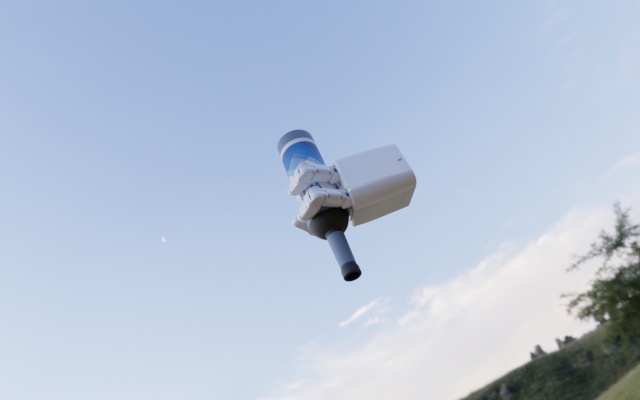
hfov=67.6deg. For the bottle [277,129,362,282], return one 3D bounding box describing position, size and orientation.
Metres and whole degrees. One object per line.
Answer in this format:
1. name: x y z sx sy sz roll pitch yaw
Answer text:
1. bottle: 0.000 0.002 0.763 0.069 0.295 0.069 -14 -40 -12
